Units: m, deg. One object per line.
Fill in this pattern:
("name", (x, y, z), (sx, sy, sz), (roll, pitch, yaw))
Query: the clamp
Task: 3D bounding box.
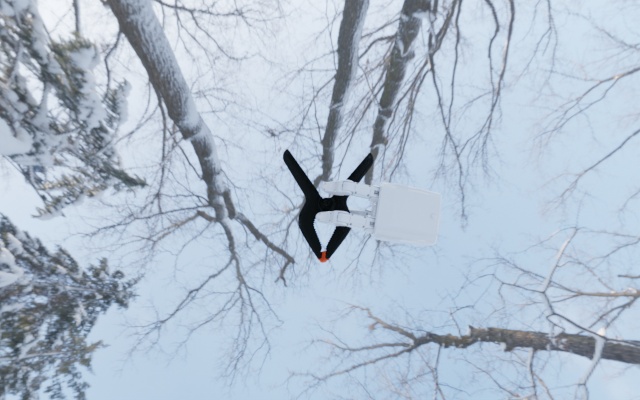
("clamp", (0.000, 0.004, 0.850), (0.164, 0.210, 0.036), (9, -14, 3))
